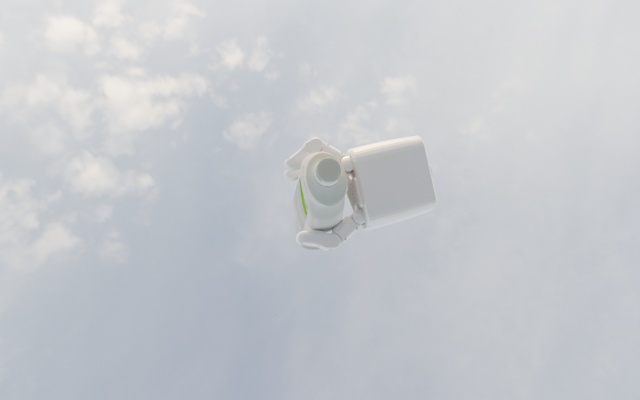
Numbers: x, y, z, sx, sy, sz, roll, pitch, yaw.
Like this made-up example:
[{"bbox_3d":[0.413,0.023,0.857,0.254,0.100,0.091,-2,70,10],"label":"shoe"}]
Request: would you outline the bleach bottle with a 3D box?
[{"bbox_3d":[0.000,0.002,0.663,0.068,0.102,0.251,-13,-12,-9],"label":"bleach bottle"}]
